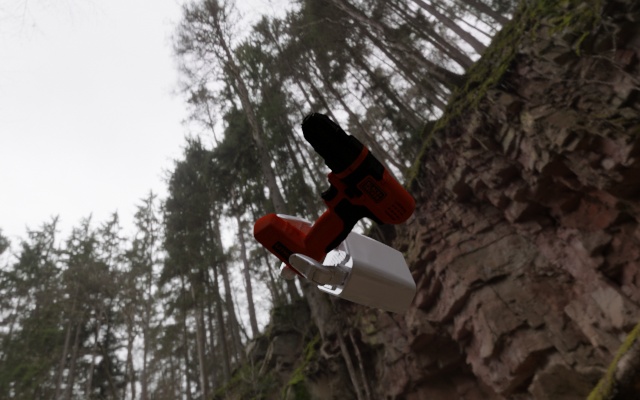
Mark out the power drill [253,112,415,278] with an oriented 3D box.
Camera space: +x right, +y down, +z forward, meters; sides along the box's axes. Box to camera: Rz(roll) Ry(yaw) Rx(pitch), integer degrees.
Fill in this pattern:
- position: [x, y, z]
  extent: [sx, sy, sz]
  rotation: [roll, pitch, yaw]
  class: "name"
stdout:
- position: [0.000, 0.002, 0.620]
  extent: [0.188, 0.184, 0.057]
  rotation: [-41, 16, 23]
  class: "power drill"
